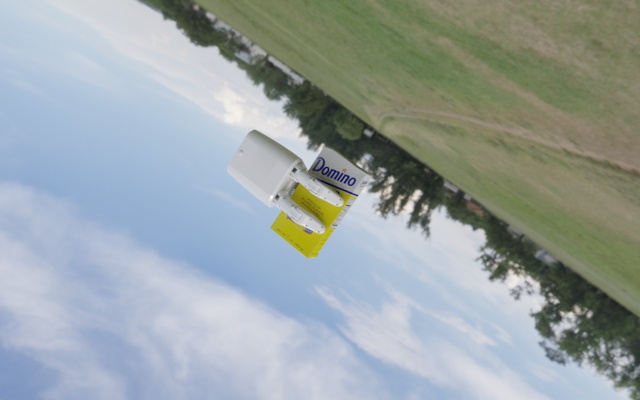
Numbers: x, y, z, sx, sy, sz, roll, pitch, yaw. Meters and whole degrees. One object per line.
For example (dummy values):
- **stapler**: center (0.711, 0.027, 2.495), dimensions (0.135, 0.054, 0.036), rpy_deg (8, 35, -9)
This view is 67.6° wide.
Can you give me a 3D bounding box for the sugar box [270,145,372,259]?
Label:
- **sugar box**: center (0.000, 0.003, 0.820), dimensions (0.093, 0.176, 0.048), rpy_deg (36, 11, 19)
